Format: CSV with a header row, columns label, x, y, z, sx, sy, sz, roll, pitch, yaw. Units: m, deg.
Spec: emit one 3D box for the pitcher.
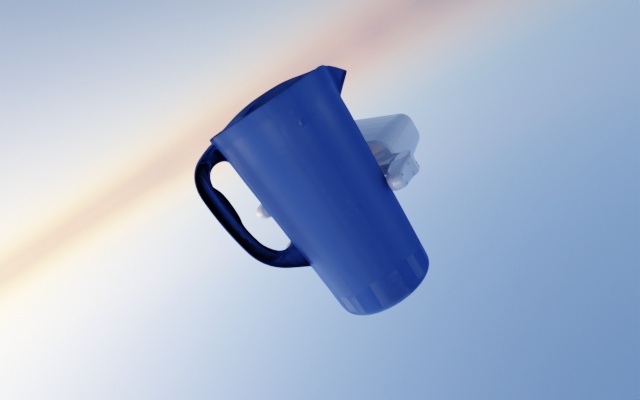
label,x,y,z,sx,sy,sz,roll,pitch,yaw
pitcher,0.000,0.001,0.489,0.149,0.243,0.145,-24,17,34
